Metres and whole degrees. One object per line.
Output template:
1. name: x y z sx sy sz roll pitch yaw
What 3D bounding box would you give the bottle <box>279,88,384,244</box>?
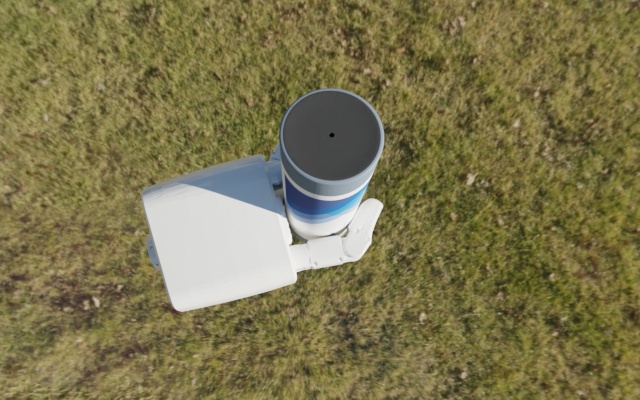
1. bottle: 0.000 0.001 0.439 0.069 0.069 0.296 0 -17 -3
